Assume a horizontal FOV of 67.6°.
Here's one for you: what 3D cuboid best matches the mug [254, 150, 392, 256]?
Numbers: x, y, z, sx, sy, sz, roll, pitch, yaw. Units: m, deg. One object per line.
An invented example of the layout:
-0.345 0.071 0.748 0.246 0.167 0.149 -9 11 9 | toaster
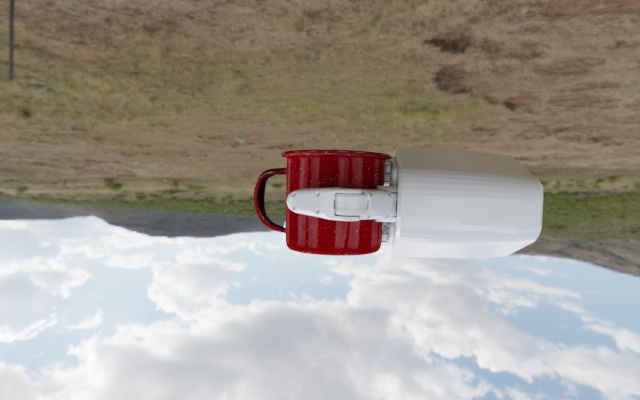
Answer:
-0.001 0.001 0.405 0.117 0.081 0.093 2 1 7 | mug
